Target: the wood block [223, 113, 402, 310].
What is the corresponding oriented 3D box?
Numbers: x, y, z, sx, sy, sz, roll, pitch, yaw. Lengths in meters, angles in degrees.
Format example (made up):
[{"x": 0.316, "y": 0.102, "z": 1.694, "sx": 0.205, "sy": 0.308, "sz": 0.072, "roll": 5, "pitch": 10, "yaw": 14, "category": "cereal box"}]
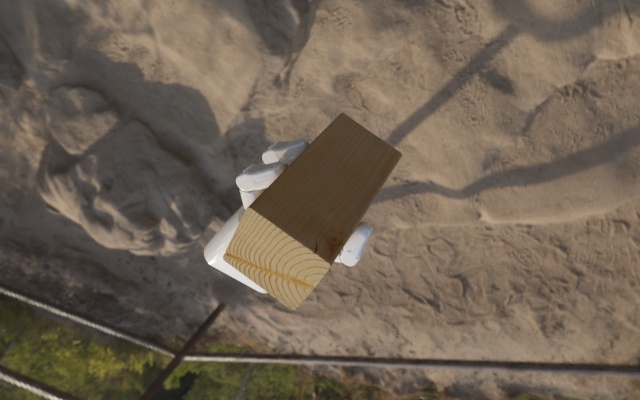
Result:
[{"x": 0.000, "y": 0.002, "z": 0.512, "sx": 0.091, "sy": 0.090, "sz": 0.206, "roll": 36, "pitch": 43, "yaw": 2, "category": "wood block"}]
